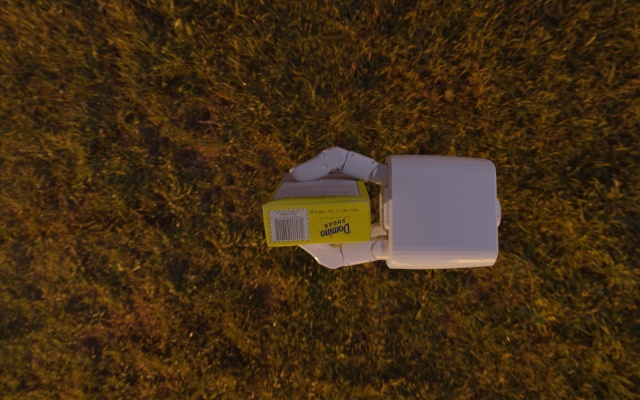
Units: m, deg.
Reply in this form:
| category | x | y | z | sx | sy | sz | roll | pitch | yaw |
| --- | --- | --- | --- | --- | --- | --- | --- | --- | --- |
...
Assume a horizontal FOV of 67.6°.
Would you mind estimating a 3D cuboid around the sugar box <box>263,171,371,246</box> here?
| category | x | y | z | sx | sy | sz | roll | pitch | yaw |
| --- | --- | --- | --- | --- | --- | --- | --- | --- | --- |
| sugar box | 0.000 | 0.002 | 0.492 | 0.093 | 0.048 | 0.176 | -2 | 9 | 3 |
